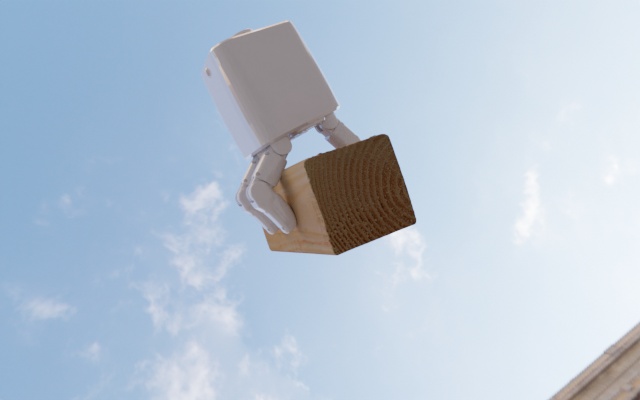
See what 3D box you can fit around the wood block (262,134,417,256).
[{"bbox_3d":[0.000,0.001,0.515,0.091,0.090,0.206,-20,3,-21],"label":"wood block"}]
